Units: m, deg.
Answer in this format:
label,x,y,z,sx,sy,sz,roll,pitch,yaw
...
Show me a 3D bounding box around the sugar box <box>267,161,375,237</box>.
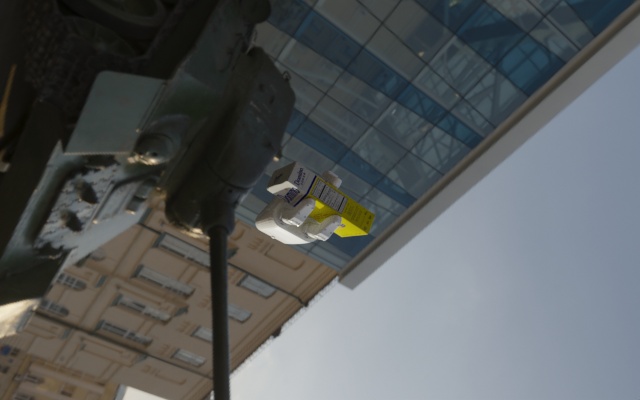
label,x,y,z,sx,sy,sz,roll,pitch,yaw
sugar box,0.000,0.003,0.829,0.176,0.048,0.093,30,-21,-21
